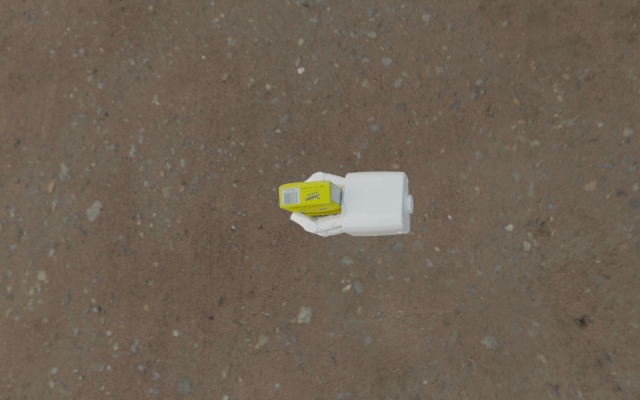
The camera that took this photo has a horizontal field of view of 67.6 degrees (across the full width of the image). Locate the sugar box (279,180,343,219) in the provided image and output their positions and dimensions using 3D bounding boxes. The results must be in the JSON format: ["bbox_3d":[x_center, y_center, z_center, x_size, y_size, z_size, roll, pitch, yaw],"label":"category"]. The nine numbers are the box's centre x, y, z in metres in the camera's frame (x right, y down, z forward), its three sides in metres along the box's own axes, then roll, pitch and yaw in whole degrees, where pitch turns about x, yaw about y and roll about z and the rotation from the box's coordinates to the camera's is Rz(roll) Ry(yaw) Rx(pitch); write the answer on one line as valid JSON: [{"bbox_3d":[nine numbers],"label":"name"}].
[{"bbox_3d":[0.000,0.003,0.878,0.093,0.048,0.176,-5,-13,18],"label":"sugar box"}]
